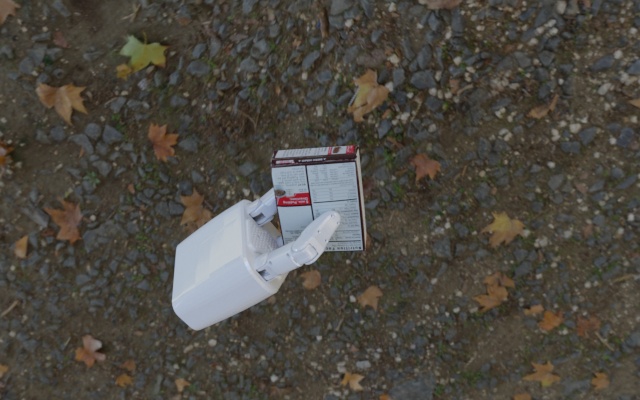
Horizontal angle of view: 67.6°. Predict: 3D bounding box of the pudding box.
[{"bbox_3d":[0.000,0.002,0.501,0.090,0.114,0.039,-4,31,7],"label":"pudding box"}]
